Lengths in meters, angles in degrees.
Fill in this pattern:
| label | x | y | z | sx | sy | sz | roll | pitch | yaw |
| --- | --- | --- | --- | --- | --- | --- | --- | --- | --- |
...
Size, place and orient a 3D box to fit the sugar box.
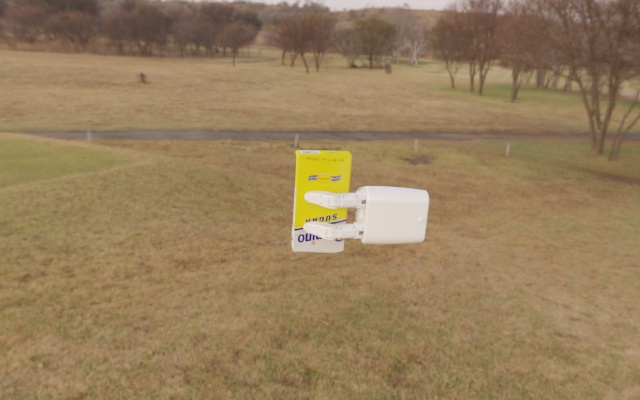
| label | x | y | z | sx | sy | sz | roll | pitch | yaw |
| --- | --- | --- | --- | --- | --- | --- | --- | --- | --- |
| sugar box | 0.000 | 0.003 | 0.826 | 0.093 | 0.176 | 0.048 | 1 | 15 | -7 |
